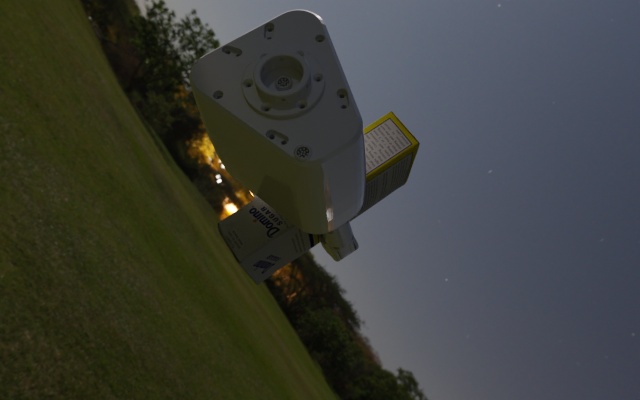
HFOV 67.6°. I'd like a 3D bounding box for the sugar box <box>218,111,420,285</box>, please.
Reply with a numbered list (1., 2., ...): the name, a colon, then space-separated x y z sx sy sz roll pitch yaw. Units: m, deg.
1. sugar box: 0.000 0.001 0.423 0.176 0.048 0.093 -31 -19 -10
